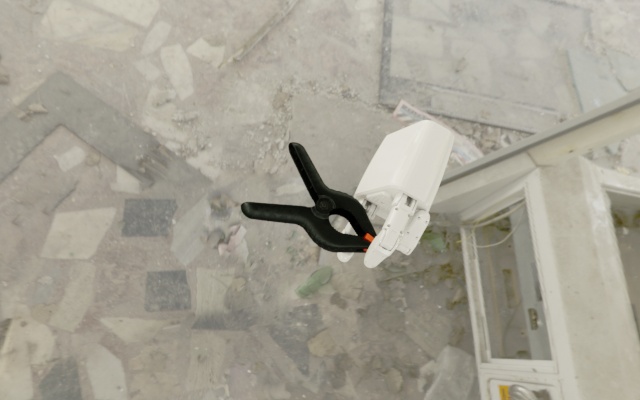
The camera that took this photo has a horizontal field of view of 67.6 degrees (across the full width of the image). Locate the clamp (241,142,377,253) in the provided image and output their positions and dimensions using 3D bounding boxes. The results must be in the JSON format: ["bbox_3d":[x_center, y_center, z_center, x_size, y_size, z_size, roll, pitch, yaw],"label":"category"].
[{"bbox_3d":[0.000,0.002,0.600,0.171,0.120,0.039,27,-19,-4],"label":"clamp"}]
